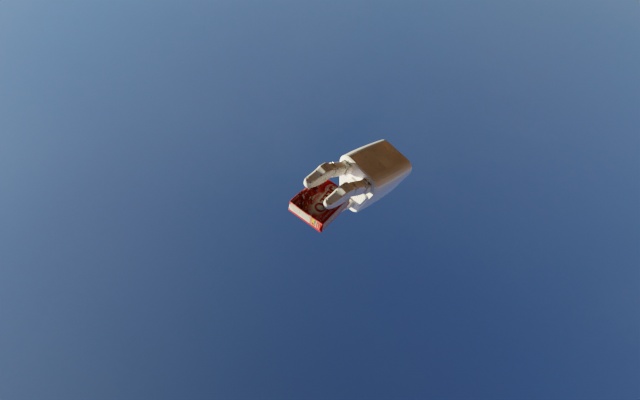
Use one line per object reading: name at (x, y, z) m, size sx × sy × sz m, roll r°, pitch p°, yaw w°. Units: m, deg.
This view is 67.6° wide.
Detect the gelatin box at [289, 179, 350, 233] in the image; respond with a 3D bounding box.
gelatin box at (0.000, 0.003, 0.839) m, size 0.073 × 0.030 × 0.089 m, roll 35°, pitch 56°, yaw 17°
